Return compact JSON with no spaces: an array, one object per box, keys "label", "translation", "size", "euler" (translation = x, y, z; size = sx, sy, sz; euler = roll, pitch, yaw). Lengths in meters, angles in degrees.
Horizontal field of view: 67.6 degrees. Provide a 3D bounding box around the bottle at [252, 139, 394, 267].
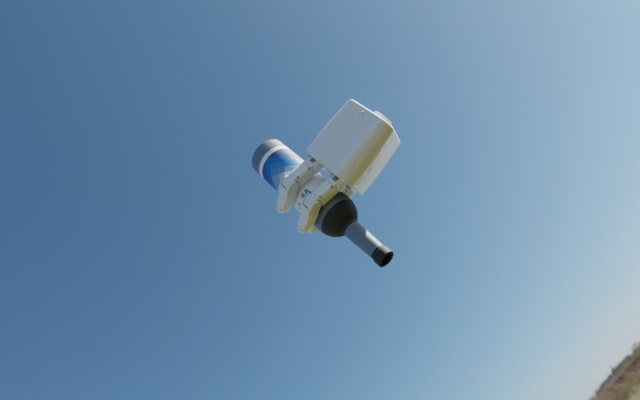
[{"label":"bottle","translation":[0.000,0.002,0.738],"size":[0.069,0.069,0.295],"euler":[0,32,-47]}]
